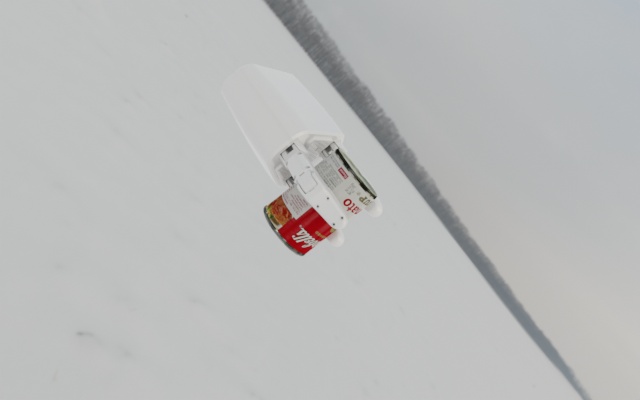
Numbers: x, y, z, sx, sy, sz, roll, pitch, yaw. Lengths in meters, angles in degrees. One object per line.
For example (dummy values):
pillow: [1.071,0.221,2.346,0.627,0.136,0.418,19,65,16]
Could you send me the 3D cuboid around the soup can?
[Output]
soup can: [0.001,0.002,0.504,0.102,0.068,0.068,-39,-8,10]
